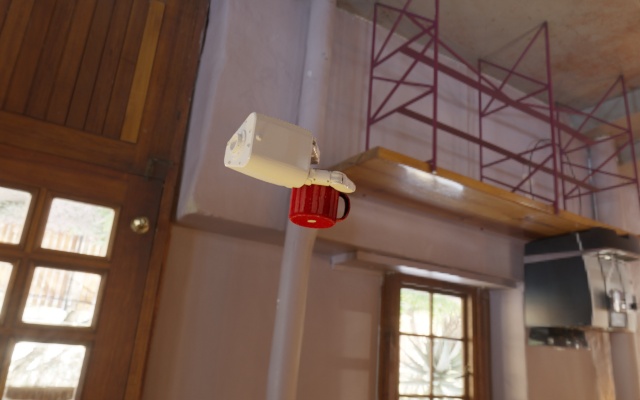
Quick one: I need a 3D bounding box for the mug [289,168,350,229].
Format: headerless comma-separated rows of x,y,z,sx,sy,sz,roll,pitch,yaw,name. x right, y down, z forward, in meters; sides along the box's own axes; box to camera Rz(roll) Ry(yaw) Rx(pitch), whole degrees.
0.001,0.003,0.828,0.117,0.081,0.093,17,-21,-29,mug
